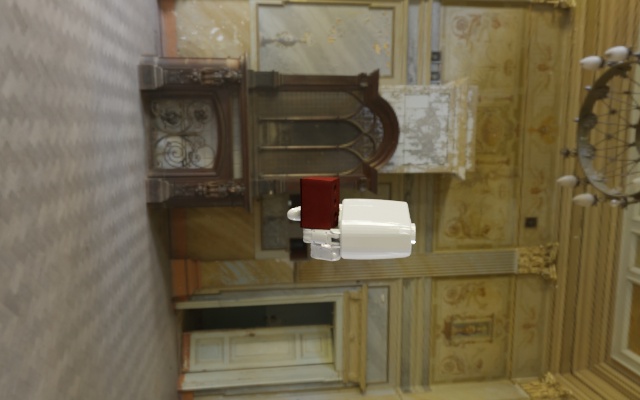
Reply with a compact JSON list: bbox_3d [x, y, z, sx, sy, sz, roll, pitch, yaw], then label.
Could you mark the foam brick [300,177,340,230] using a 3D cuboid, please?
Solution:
[{"bbox_3d":[0.000,0.002,0.751,0.051,0.078,0.053,2,9,18],"label":"foam brick"}]
